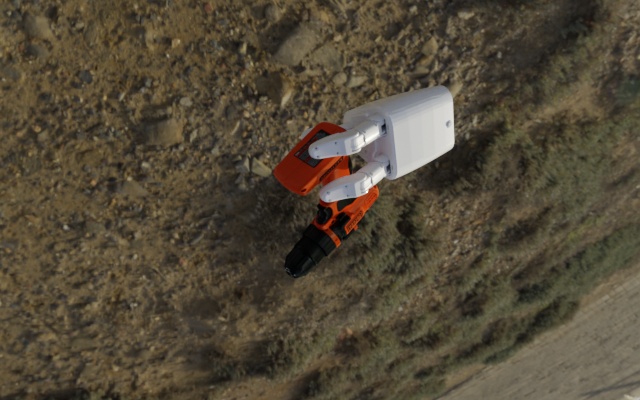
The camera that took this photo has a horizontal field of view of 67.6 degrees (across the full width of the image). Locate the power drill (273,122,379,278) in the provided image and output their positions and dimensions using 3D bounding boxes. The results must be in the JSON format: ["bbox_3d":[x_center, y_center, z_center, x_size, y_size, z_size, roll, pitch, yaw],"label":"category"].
[{"bbox_3d":[0.000,0.002,0.637,0.057,0.184,0.188,32,-20,28],"label":"power drill"}]
